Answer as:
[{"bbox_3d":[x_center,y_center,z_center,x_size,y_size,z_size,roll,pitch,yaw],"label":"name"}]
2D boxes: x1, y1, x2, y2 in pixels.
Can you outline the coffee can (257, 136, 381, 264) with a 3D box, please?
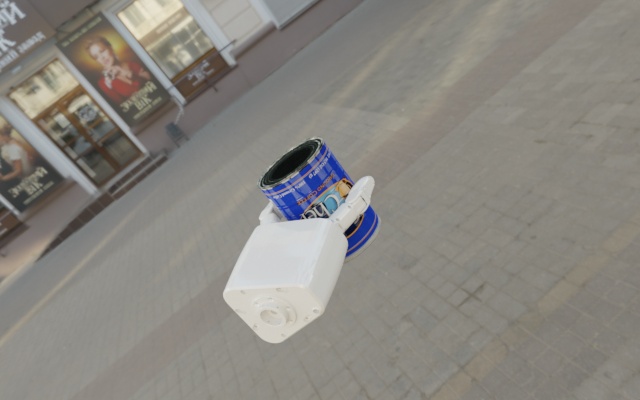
[{"bbox_3d":[0.000,0.002,0.629,0.103,0.140,0.102,-32,22,15],"label":"coffee can"}]
